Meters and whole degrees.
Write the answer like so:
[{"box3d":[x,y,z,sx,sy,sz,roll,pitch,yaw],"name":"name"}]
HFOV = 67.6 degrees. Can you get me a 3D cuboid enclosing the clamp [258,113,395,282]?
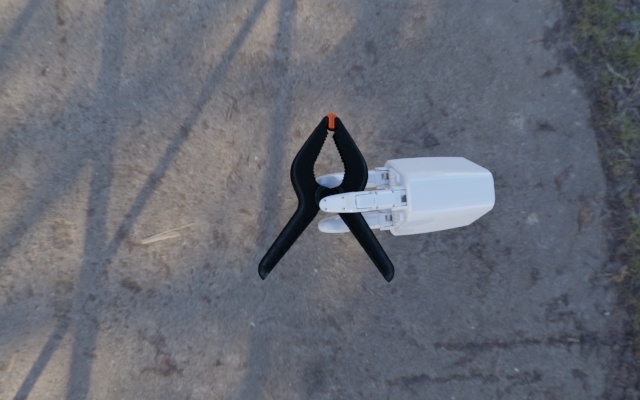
[{"box3d":[0.000,0.001,0.577,0.164,0.210,0.036,-5,-1,-5],"name":"clamp"}]
